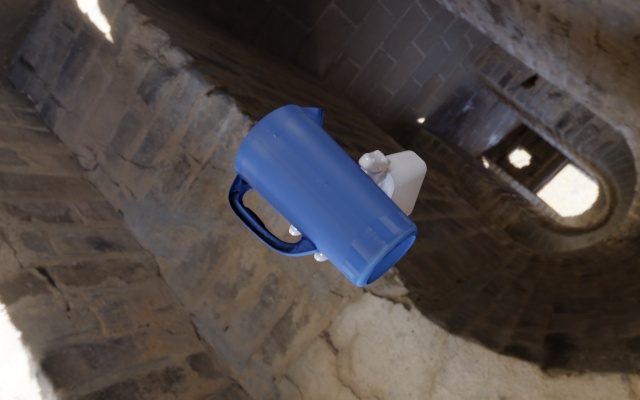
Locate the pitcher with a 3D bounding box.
[{"bbox_3d":[0.000,0.002,0.638,0.242,0.149,0.145,45,41,20],"label":"pitcher"}]
